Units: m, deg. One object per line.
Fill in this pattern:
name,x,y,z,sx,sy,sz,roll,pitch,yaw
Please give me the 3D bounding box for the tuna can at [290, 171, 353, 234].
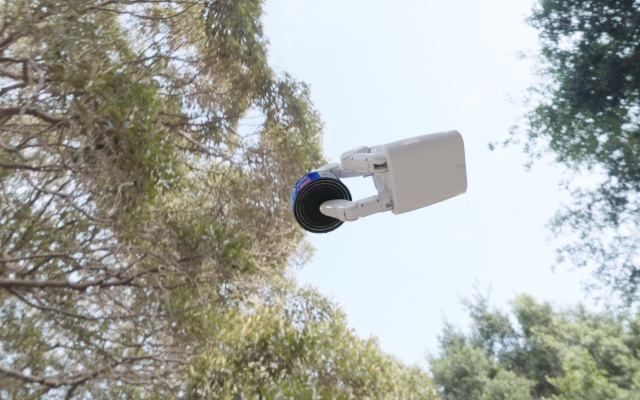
tuna can,0.000,0.002,0.677,0.086,0.086,0.033,0,22,-16
